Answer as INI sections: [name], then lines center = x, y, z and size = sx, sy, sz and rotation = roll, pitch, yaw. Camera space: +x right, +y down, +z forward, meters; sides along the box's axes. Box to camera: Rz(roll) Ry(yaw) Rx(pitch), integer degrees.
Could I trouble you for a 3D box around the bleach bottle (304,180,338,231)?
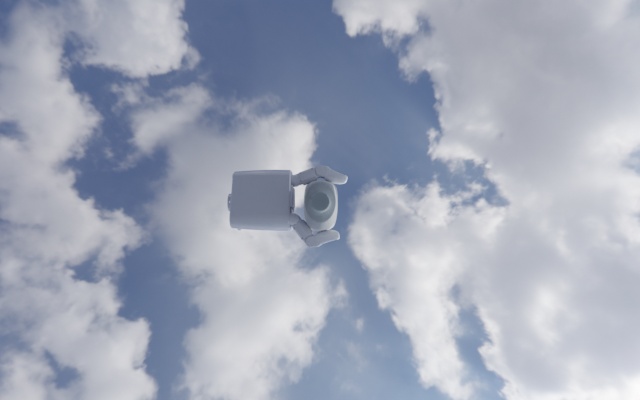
[bleach bottle]
center = 0.000, 0.003, 0.847
size = 0.068, 0.102, 0.251
rotation = 0, -4, 0
